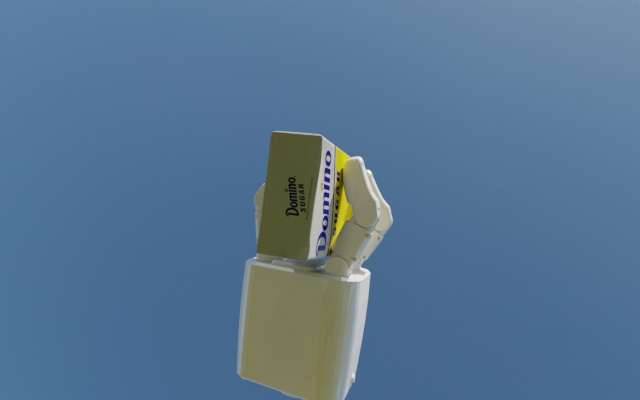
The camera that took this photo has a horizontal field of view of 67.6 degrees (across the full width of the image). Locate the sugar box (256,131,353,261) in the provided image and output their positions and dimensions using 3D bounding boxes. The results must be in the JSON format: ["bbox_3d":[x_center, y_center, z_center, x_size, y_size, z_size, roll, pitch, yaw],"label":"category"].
[{"bbox_3d":[0.001,0.002,0.423,0.048,0.093,0.176,7,-1,13],"label":"sugar box"}]
